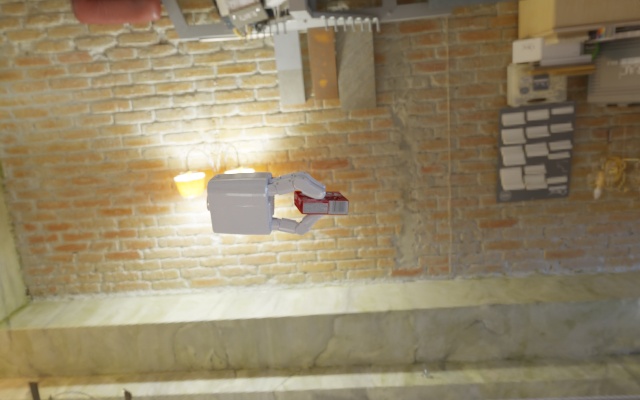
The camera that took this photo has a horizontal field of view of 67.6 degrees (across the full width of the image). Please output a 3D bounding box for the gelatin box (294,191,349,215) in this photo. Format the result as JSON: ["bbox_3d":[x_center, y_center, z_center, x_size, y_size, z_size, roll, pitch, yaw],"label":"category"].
[{"bbox_3d":[0.000,0.003,0.873,0.089,0.030,0.073,1,13,-13],"label":"gelatin box"}]
